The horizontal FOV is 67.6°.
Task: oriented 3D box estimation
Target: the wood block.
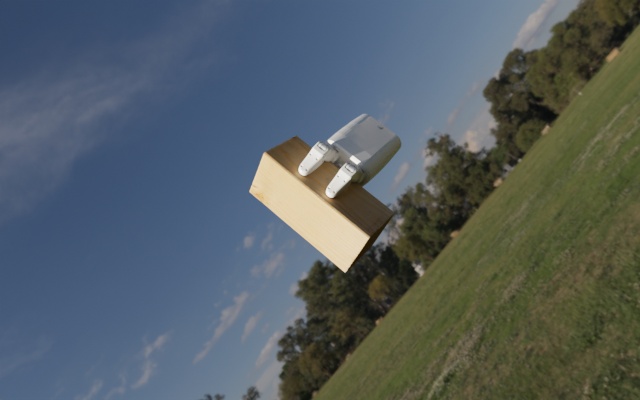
[{"bbox_3d":[0.000,0.002,0.762,0.206,0.091,0.090,39,42,13],"label":"wood block"}]
